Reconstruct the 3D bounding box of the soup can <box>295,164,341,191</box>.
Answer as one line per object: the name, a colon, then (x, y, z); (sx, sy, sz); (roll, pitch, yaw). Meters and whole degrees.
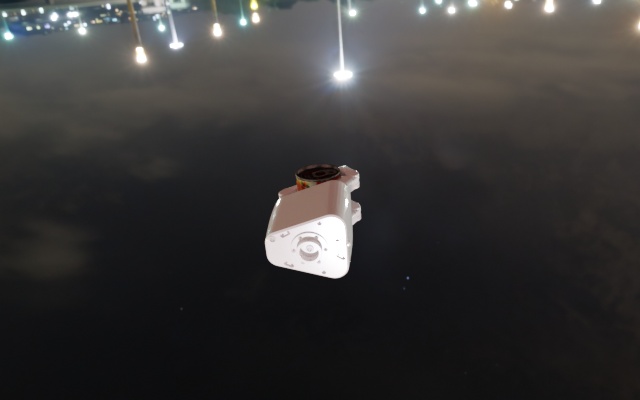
soup can: (0.000, 0.002, 0.738); (0.068, 0.102, 0.068); (-4, 24, 2)
